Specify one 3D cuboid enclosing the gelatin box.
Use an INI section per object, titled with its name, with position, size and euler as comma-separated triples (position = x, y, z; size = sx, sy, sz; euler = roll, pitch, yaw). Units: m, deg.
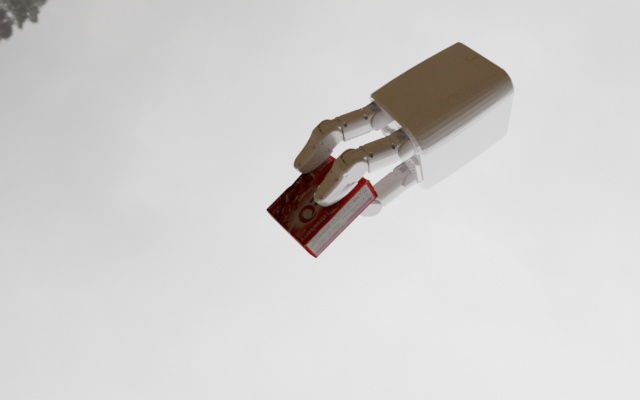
[gelatin box]
position = 0.000, 0.002, 0.472
size = 0.073, 0.089, 0.030
euler = 39, -8, 44
